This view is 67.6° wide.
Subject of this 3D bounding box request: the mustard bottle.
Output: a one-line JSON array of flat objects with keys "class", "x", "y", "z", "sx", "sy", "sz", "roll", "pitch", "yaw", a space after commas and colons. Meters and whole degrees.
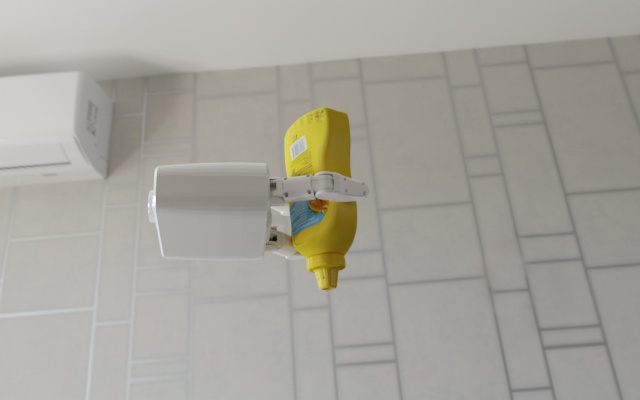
[{"class": "mustard bottle", "x": 0.000, "y": 0.002, "z": 0.526, "sx": 0.058, "sy": 0.191, "sz": 0.096, "roll": 10, "pitch": -25, "yaw": -34}]
